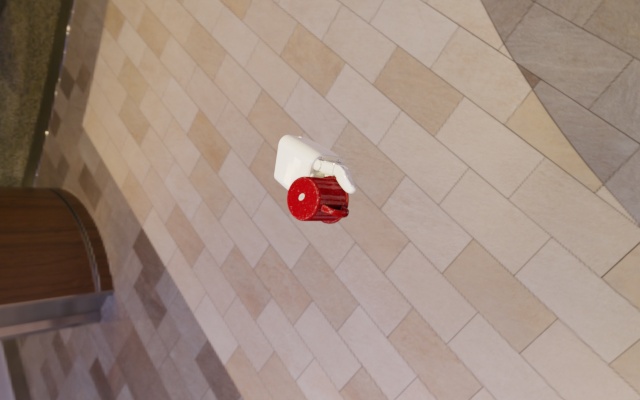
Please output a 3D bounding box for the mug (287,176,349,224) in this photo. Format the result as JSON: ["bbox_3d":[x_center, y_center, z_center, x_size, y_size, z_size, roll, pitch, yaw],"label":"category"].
[{"bbox_3d":[0.001,0.004,0.878,0.117,0.093,0.081,33,20,36],"label":"mug"}]
